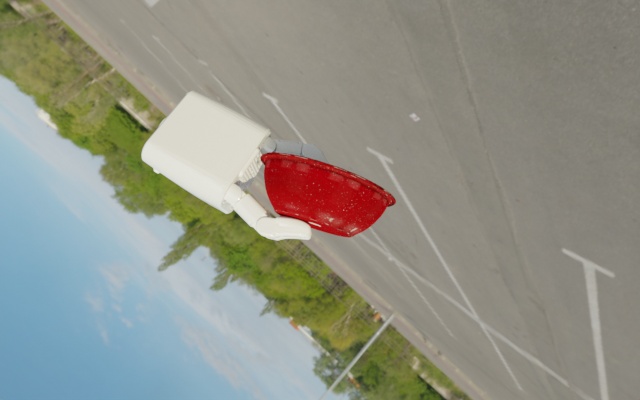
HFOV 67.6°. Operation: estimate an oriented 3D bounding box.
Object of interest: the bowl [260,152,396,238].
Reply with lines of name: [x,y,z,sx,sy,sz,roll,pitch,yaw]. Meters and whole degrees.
bowl: [0.001,0.003,0.539,0.162,0.055,0.162,18,-9,3]
